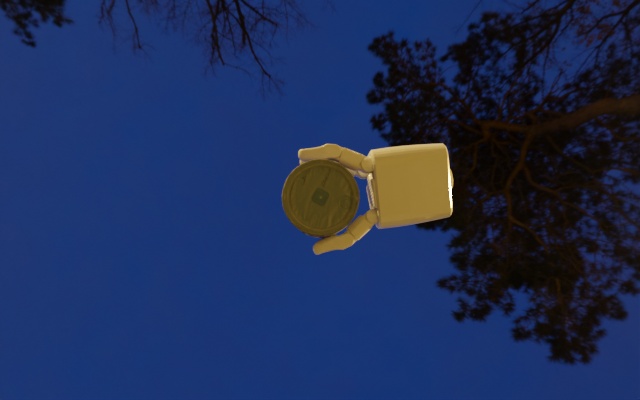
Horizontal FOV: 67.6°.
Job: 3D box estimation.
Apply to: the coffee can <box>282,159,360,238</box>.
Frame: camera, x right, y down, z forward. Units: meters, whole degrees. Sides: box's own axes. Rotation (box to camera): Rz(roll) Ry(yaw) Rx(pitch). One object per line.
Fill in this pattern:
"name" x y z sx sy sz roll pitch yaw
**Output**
"coffee can" 0.000 0.002 0.696 0.103 0.103 0.140 0 -5 0
